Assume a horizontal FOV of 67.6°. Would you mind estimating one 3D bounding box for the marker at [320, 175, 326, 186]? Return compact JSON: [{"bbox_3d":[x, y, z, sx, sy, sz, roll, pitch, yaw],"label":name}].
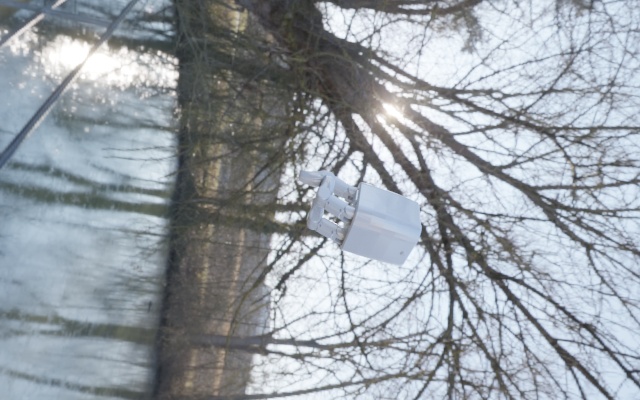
[{"bbox_3d":[0.000,0.003,0.829,0.020,0.020,0.121,0,-39,-16],"label":"marker"}]
